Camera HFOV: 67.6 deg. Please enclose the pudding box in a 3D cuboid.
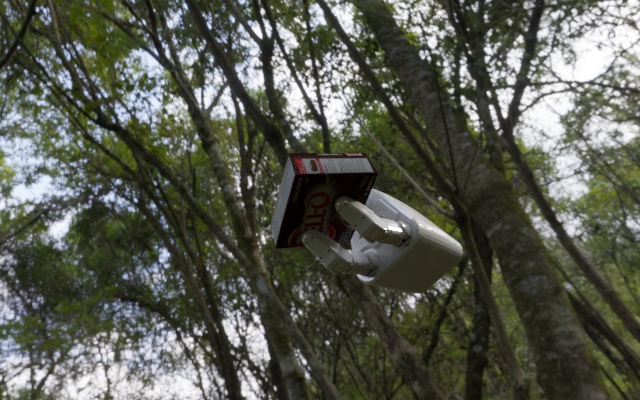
[{"bbox_3d":[0.000,0.002,0.511,0.090,0.114,0.039,-3,44,-22],"label":"pudding box"}]
